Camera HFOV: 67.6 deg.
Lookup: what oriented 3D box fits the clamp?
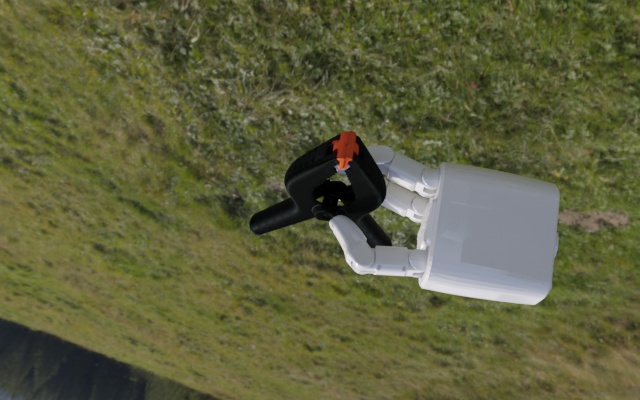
[{"bbox_3d":[0.000,0.002,0.472,0.164,0.036,0.210,7,-27,4],"label":"clamp"}]
